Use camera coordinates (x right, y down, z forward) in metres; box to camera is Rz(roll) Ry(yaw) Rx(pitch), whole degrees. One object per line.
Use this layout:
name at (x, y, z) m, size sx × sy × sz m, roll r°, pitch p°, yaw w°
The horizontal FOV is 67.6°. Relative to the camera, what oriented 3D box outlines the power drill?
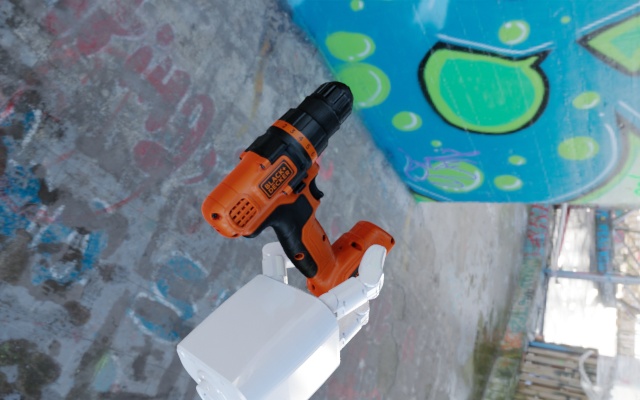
power drill at (0.000, 0.002, 0.477) m, size 0.188 × 0.184 × 0.057 m, roll 52°, pitch -16°, yaw -32°
